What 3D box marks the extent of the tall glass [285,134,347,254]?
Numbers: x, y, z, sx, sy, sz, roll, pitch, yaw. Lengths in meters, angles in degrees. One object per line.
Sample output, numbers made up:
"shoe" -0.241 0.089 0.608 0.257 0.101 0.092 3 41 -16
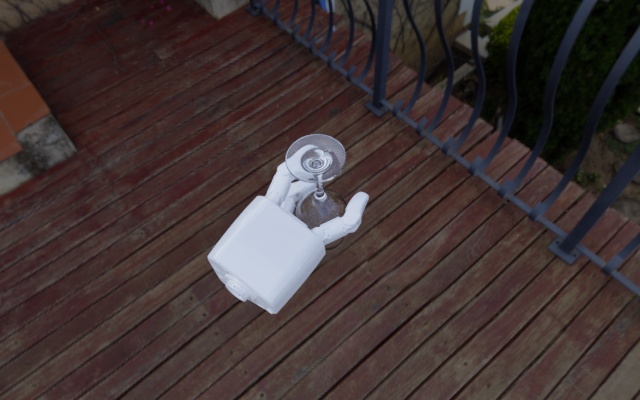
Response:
"tall glass" 0.000 0.002 0.661 0.079 0.079 0.201 0 -33 4
